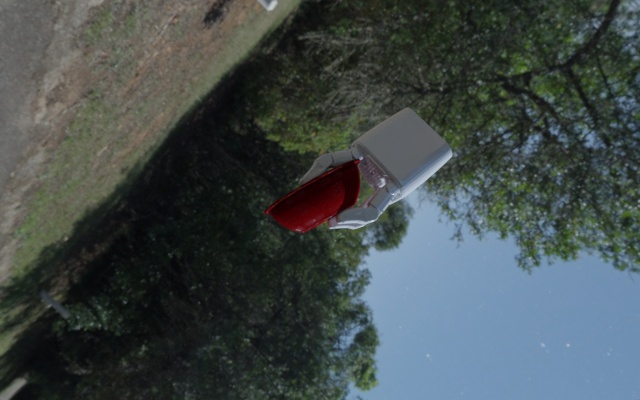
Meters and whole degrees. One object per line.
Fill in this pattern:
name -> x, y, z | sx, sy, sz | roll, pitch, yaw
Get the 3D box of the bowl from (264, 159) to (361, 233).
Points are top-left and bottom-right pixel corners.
bowl -> -0.001, 0.003, 0.700 | 0.162, 0.055, 0.162 | -29, -4, -2
